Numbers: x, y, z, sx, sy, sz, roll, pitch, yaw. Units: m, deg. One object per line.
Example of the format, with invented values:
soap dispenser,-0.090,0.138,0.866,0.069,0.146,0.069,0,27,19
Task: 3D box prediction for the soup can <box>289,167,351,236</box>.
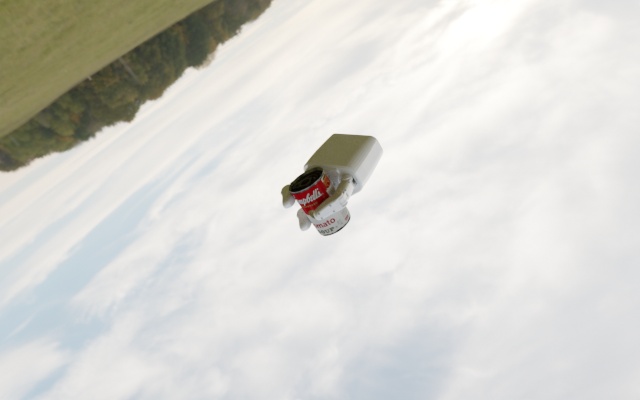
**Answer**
soup can,0.000,0.003,0.826,0.068,0.102,0.068,-26,26,14
